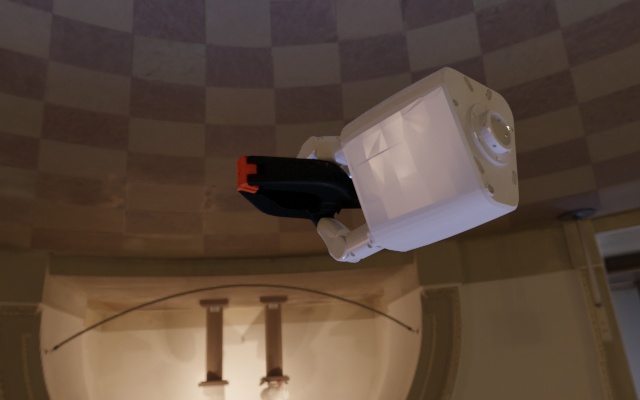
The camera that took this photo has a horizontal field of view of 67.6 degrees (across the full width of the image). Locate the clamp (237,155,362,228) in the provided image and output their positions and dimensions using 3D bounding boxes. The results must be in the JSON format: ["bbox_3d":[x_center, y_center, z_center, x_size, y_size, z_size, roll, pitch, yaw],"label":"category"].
[{"bbox_3d":[0.000,0.002,0.476,0.210,0.036,0.164,12,-28,-37],"label":"clamp"}]
